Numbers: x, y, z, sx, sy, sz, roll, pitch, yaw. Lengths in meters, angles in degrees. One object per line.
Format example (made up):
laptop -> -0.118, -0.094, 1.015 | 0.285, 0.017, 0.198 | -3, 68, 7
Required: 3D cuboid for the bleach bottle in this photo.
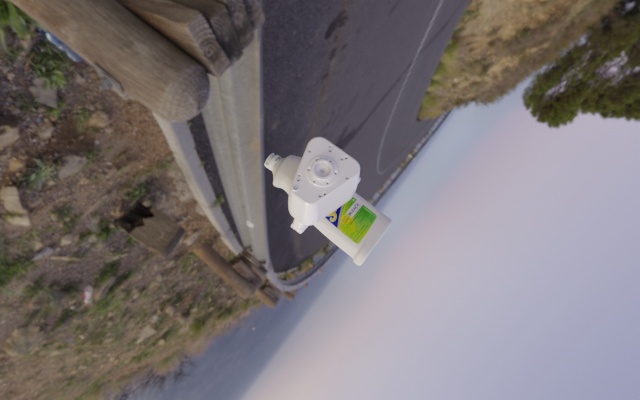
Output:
bleach bottle -> 0.000, 0.003, 0.864 | 0.251, 0.102, 0.068 | 36, -17, 8
